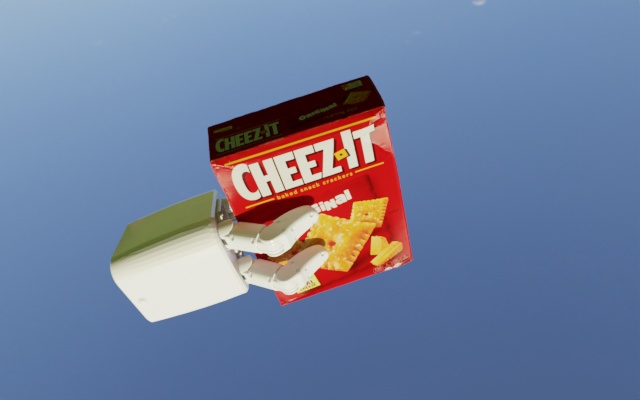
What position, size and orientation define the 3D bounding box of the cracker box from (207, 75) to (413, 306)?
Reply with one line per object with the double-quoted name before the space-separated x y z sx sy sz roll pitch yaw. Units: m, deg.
"cracker box" 0.000 0.002 0.498 0.164 0.214 0.072 -18 41 0
